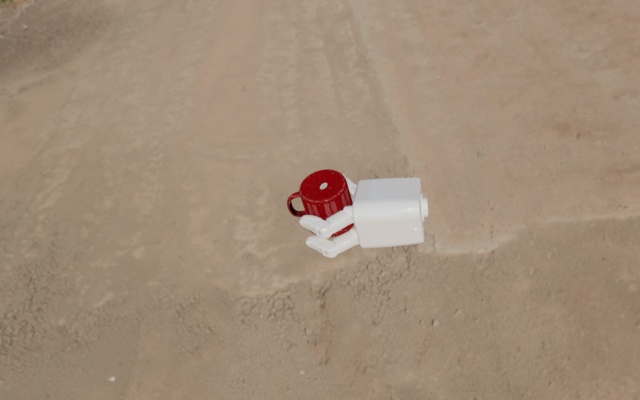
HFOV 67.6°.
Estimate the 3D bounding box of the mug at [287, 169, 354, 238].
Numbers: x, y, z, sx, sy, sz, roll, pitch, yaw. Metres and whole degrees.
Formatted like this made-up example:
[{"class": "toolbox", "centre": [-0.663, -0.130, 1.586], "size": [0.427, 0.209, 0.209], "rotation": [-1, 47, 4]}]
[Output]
[{"class": "mug", "centre": [-0.001, 0.003, 0.811], "size": [0.117, 0.093, 0.082], "rotation": [-4, -45, 14]}]
